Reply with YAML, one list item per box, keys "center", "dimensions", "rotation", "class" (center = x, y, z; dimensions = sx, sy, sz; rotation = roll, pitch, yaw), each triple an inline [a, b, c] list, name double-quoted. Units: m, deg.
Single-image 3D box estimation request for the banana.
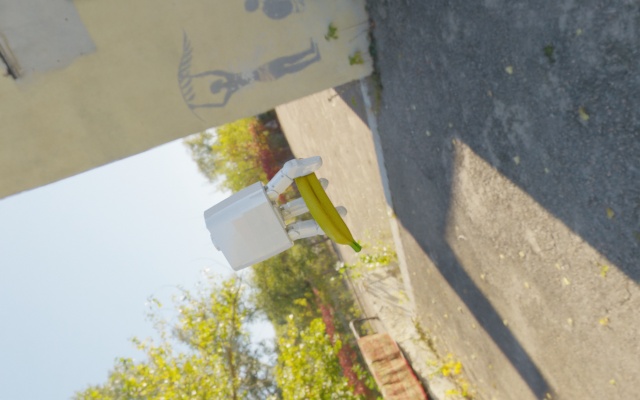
- center: [-0.004, -0.001, 0.749]
  dimensions: [0.037, 0.197, 0.070]
  rotation: [-33, -27, 5]
  class: "banana"
